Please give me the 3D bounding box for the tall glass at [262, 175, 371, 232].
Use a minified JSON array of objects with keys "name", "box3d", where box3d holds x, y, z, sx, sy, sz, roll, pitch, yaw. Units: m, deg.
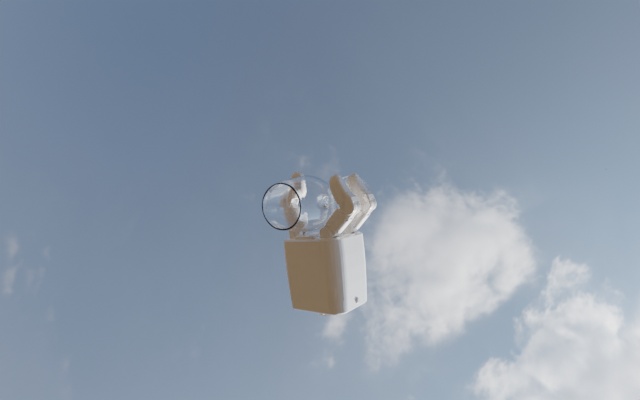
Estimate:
[{"name":"tall glass","box3d":[0.000,0.002,0.696,0.079,0.079,0.201,0,3,31]}]
